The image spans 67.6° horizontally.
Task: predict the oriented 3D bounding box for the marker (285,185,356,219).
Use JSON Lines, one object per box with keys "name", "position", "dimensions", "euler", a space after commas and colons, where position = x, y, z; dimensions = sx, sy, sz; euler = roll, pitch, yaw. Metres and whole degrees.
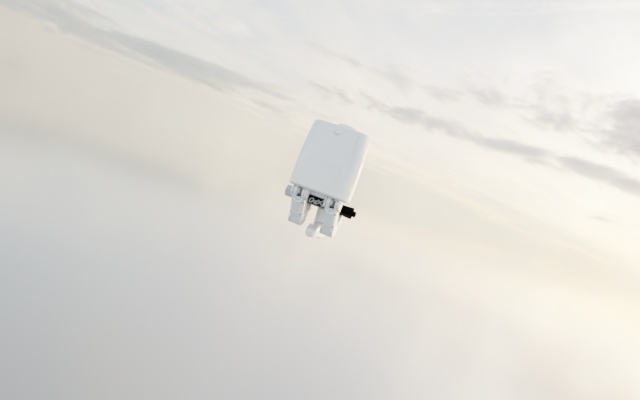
{"name": "marker", "position": [0.000, 0.003, 0.766], "dimensions": [0.121, 0.020, 0.020], "euler": [20, 5, 14]}
